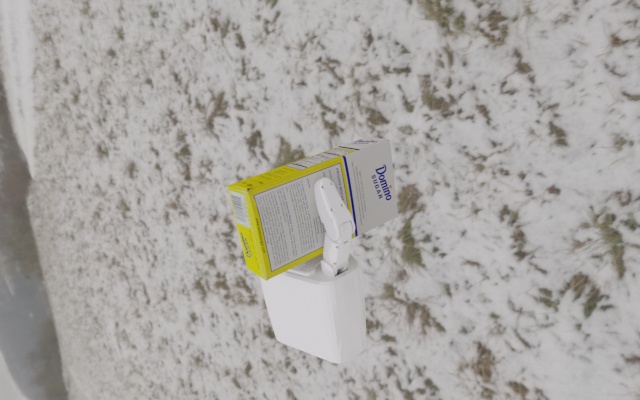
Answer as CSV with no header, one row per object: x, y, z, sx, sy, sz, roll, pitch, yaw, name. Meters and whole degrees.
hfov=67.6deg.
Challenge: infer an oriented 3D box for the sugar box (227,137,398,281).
0.000,0.002,0.492,0.176,0.093,0.048,-23,24,-33,sugar box
